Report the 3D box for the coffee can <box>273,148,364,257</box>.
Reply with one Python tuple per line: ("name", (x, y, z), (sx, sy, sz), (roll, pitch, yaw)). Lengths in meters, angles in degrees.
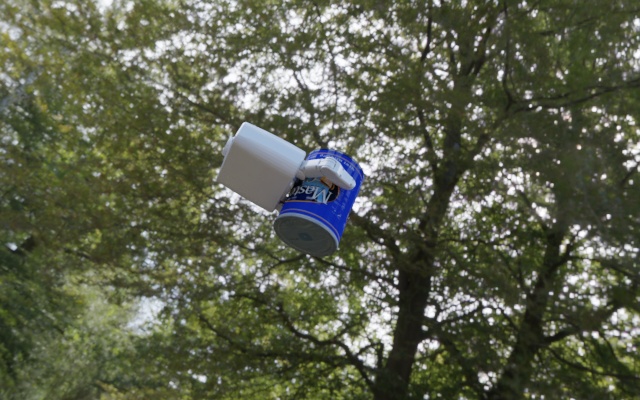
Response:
("coffee can", (0.000, 0.003, 0.752), (0.103, 0.140, 0.103), (17, -34, 12))
